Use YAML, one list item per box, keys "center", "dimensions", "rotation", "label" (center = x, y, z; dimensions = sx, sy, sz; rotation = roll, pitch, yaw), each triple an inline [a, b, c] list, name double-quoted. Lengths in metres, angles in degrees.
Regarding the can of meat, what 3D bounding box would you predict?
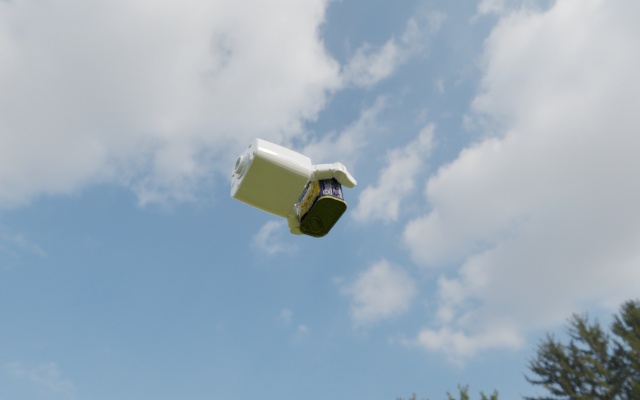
- center: [0.000, 0.003, 0.874]
  dimensions: [0.057, 0.083, 0.102]
  rotation: [18, -51, -23]
  label: "can of meat"
